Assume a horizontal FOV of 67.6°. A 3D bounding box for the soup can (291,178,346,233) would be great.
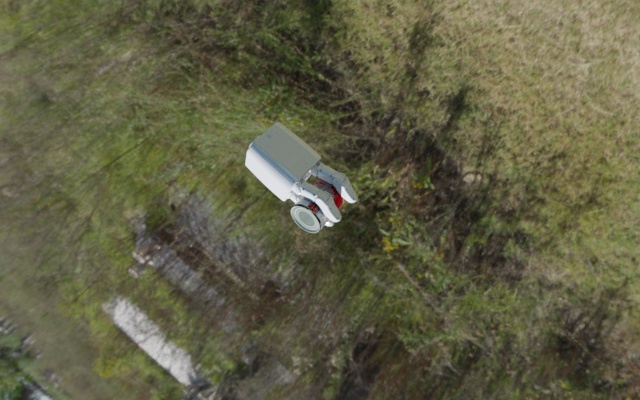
[{"bbox_3d":[0.000,0.003,0.887,0.068,0.068,0.102,0,38,45],"label":"soup can"}]
